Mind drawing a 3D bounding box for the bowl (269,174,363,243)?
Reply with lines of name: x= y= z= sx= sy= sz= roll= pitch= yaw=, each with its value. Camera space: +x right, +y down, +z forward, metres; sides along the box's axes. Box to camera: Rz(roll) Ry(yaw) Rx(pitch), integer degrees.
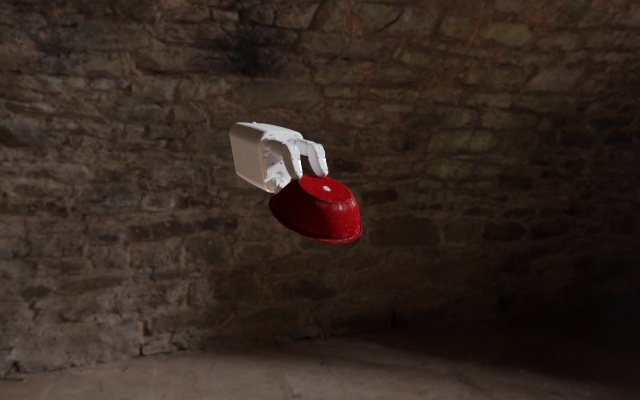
bowl: x=0.001 y=0.003 z=0.780 sx=0.162 sy=0.055 sz=0.162 roll=16 pitch=26 yaw=-8
